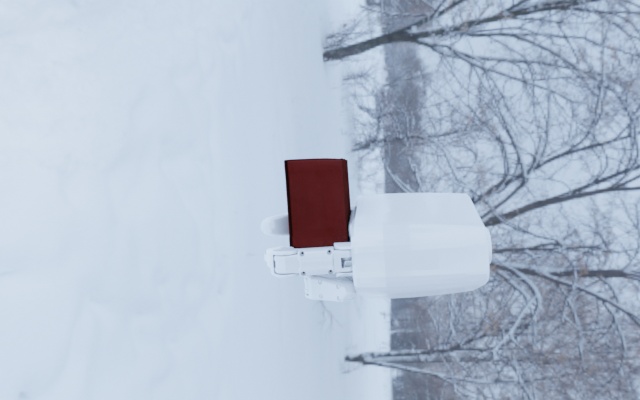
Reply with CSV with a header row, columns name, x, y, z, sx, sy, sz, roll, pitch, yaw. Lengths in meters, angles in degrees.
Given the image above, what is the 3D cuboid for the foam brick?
name,x,y,z,sx,sy,sz,roll,pitch,yaw
foam brick,0.000,0.001,0.430,0.051,0.078,0.053,-4,2,9
